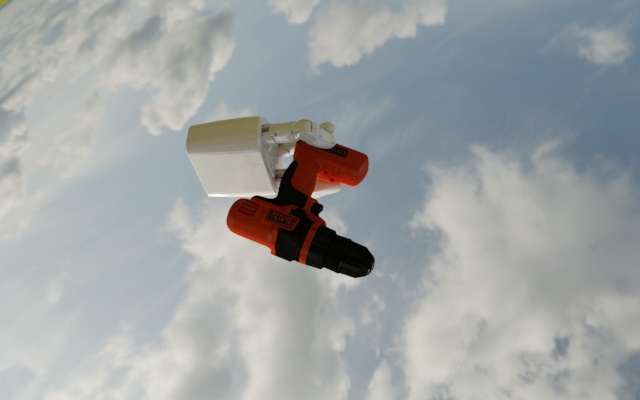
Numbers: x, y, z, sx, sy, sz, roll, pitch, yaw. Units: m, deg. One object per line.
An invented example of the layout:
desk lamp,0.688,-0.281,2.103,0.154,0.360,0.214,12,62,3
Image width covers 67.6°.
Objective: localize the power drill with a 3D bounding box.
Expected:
power drill,0.000,0.002,0.610,0.184,0.057,0.187,21,45,8
